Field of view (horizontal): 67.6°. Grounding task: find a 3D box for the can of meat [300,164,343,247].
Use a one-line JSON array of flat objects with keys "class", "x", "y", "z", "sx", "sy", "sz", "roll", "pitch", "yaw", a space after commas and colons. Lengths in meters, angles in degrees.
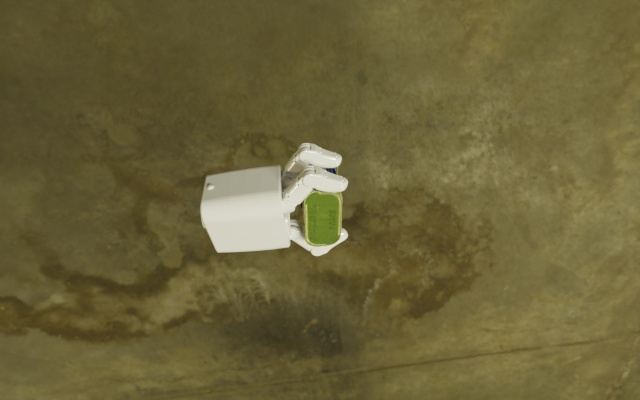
[{"class": "can of meat", "x": 0.000, "y": 0.002, "z": 0.675, "sx": 0.057, "sy": 0.102, "sz": 0.084, "roll": -3, "pitch": 37, "yaw": -3}]
